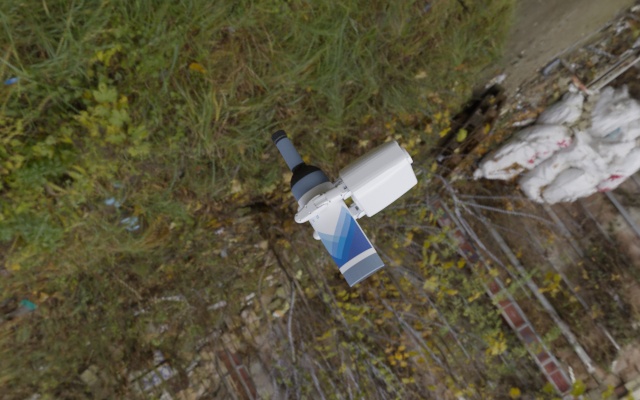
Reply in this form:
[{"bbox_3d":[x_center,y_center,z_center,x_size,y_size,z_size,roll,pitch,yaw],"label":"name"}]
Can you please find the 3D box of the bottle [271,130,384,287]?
[{"bbox_3d":[0.000,0.003,0.814,0.069,0.295,0.069,-30,-14,-8],"label":"bottle"}]
